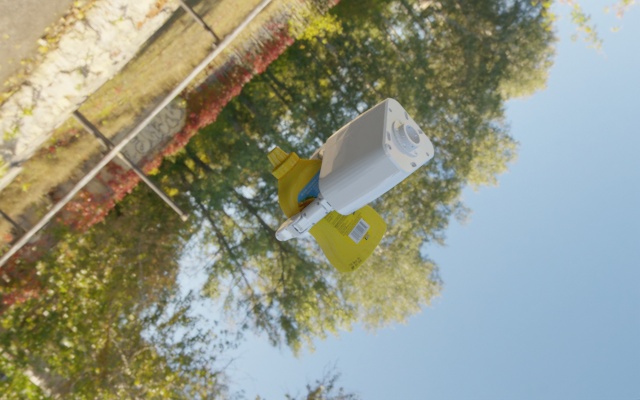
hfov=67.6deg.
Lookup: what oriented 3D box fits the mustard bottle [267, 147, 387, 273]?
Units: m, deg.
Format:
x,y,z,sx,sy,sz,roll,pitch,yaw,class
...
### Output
x,y,z,sx,sy,sz,roll,pitch,yaw,class
0.000,0.002,0.649,0.096,0.192,0.058,-50,15,-25,mustard bottle
